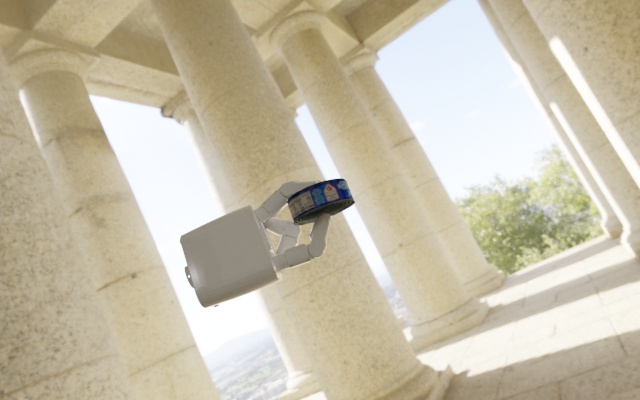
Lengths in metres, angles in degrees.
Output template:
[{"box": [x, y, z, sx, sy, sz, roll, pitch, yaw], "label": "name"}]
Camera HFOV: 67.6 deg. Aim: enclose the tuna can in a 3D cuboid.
[{"box": [0.000, 0.002, 0.631, 0.086, 0.033, 0.086, -19, -11, -4], "label": "tuna can"}]
